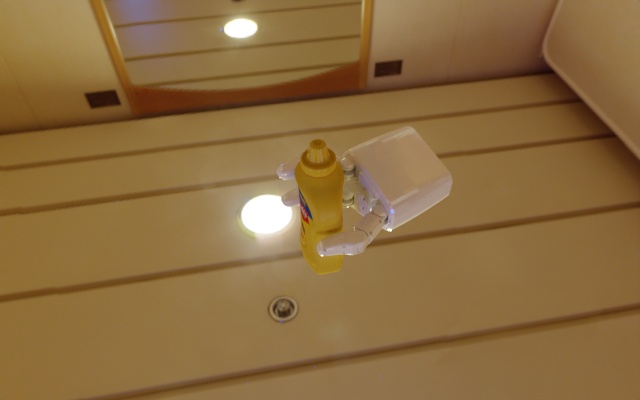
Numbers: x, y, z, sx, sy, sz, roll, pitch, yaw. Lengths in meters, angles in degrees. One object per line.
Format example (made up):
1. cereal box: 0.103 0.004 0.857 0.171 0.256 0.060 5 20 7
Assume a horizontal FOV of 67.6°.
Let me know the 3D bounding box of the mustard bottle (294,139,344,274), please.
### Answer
1. mustard bottle: 0.000 0.002 0.597 0.058 0.096 0.192 -9 -42 -7
